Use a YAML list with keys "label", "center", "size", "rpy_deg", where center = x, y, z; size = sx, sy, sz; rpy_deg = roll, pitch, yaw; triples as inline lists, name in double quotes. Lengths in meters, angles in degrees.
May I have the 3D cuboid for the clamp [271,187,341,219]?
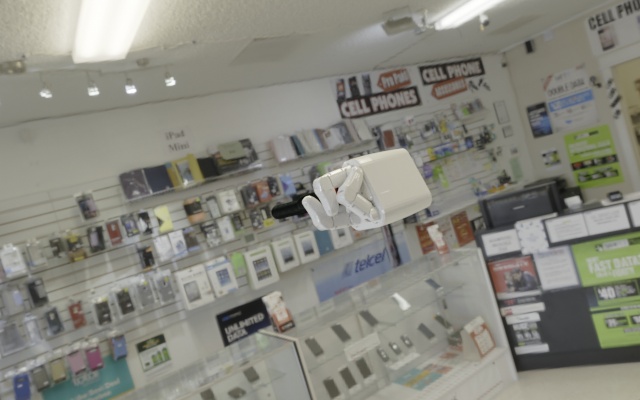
- label: "clamp"
  center: [0.000, 0.002, 0.808]
  size: [0.120, 0.039, 0.171]
  rpy_deg: [-16, 1, -30]
